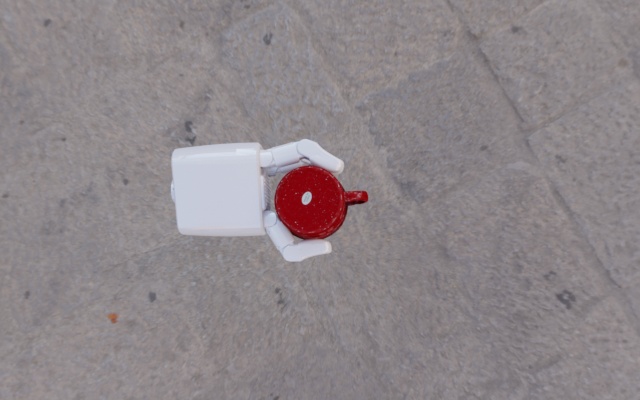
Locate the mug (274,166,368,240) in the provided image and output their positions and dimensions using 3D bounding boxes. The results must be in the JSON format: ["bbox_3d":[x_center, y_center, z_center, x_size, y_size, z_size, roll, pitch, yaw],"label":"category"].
[{"bbox_3d":[0.002,0.002,0.582,0.117,0.093,0.081,-4,-5,2],"label":"mug"}]
